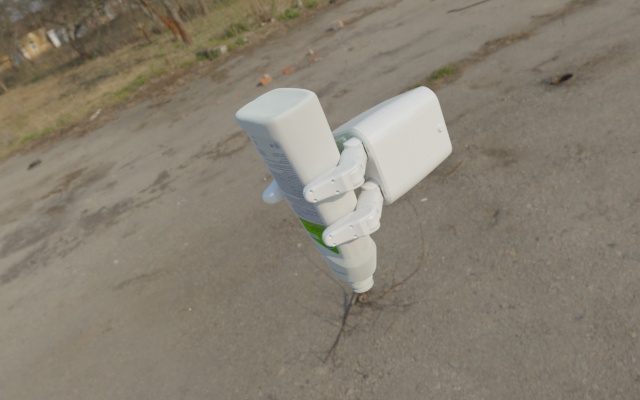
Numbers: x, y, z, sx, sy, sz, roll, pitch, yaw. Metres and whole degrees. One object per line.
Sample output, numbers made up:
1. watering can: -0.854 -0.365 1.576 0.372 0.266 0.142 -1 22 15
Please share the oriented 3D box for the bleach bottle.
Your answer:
1. bleach bottle: 0.000 0.002 0.537 0.068 0.251 0.102 -36 30 -20
